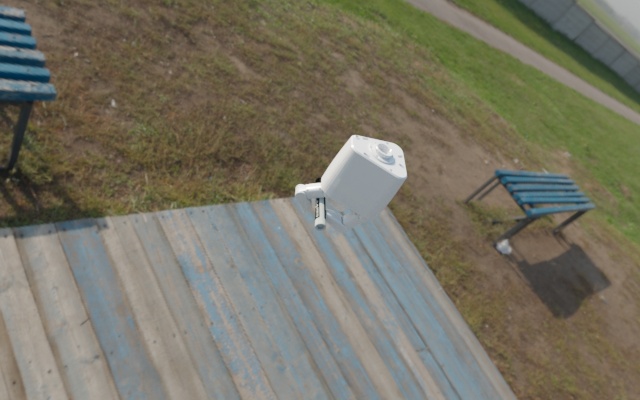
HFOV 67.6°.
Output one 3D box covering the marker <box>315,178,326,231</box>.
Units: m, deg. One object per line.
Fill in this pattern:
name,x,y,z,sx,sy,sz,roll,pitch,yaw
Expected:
marker,0.000,0.003,0.843,0.020,0.020,0.121,0,45,0
